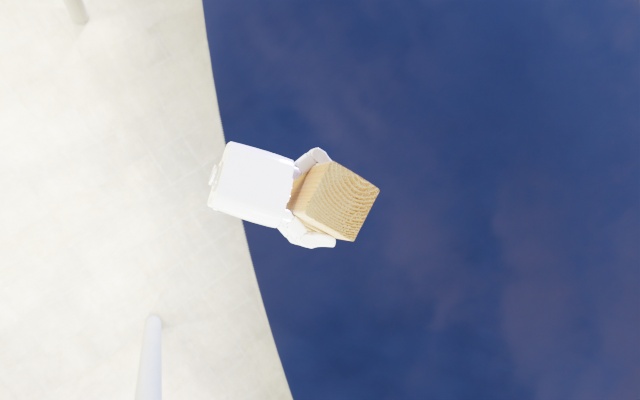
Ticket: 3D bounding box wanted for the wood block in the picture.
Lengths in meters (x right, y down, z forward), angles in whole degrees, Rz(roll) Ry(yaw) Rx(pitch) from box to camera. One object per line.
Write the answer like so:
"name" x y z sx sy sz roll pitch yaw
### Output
"wood block" 0.000 0.002 0.787 0.090 0.091 0.206 30 -9 -16
